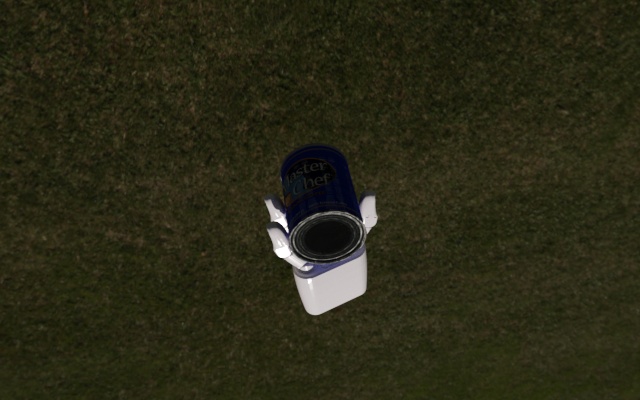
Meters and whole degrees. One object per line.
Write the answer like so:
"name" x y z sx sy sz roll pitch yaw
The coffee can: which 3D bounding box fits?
"coffee can" 0.000 0.002 0.665 0.103 0.103 0.140 0 43 -11
